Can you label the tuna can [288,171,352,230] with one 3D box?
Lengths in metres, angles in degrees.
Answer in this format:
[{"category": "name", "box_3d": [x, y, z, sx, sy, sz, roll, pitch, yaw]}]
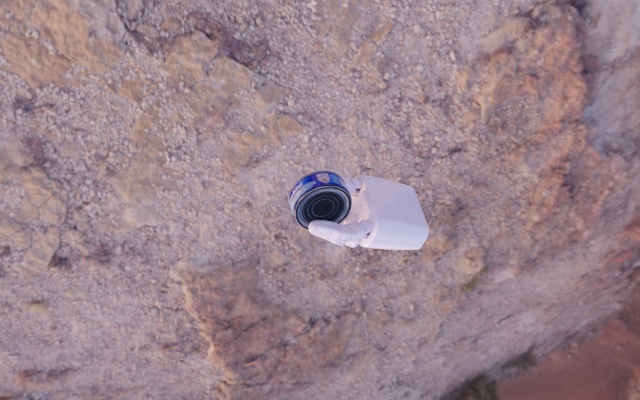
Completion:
[{"category": "tuna can", "box_3d": [0.000, 0.003, 0.669, 0.086, 0.086, 0.033, 0, 39, -20]}]
